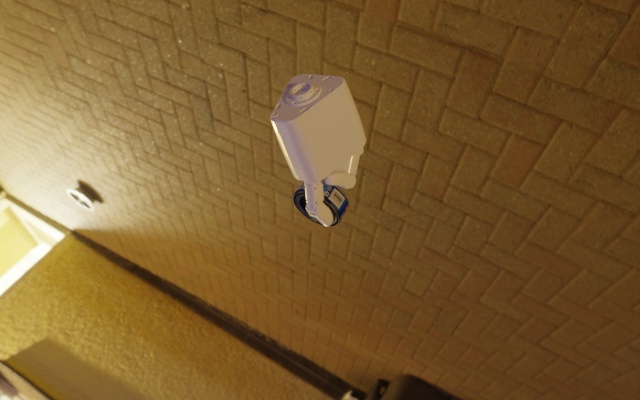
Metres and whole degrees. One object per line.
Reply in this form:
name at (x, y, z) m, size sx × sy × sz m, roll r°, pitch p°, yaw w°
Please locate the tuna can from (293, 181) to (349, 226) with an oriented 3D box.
tuna can at (0.000, 0.003, 0.752) m, size 0.086 × 0.033 × 0.086 m, roll 24°, pitch -29°, yaw 15°
